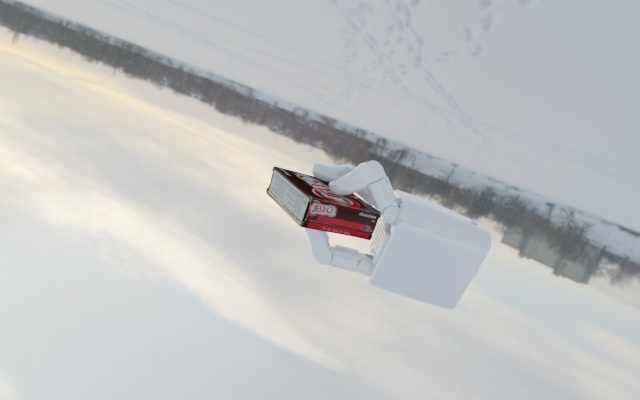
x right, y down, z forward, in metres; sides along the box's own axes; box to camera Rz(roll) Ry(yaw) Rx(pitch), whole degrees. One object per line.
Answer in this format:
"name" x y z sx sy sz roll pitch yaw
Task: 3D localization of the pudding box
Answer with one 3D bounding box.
"pudding box" 0.000 0.002 0.535 0.090 0.039 0.113 14 11 -30
